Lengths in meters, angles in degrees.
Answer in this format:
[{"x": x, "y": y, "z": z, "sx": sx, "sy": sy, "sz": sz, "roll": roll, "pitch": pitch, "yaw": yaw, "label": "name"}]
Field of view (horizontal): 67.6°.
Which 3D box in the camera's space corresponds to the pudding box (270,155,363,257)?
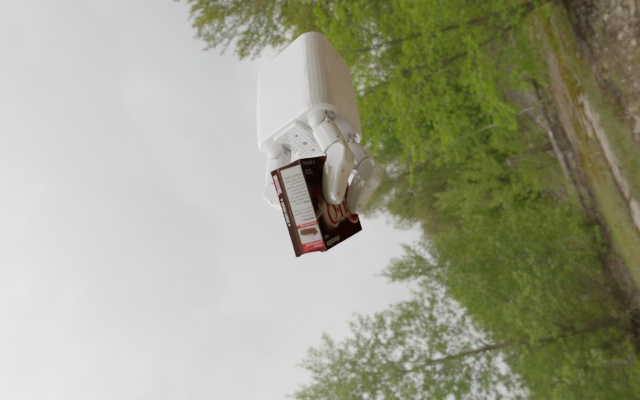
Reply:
[{"x": 0.000, "y": 0.002, "z": 0.491, "sx": 0.039, "sy": 0.090, "sz": 0.113, "roll": -17, "pitch": 1, "yaw": 26, "label": "pudding box"}]
